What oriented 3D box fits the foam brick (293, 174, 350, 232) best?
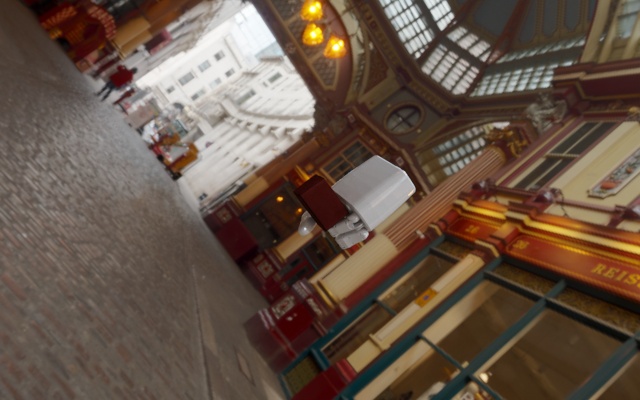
[{"bbox_3d":[0.000,0.002,0.793,0.051,0.078,0.053,-38,19,-5],"label":"foam brick"}]
